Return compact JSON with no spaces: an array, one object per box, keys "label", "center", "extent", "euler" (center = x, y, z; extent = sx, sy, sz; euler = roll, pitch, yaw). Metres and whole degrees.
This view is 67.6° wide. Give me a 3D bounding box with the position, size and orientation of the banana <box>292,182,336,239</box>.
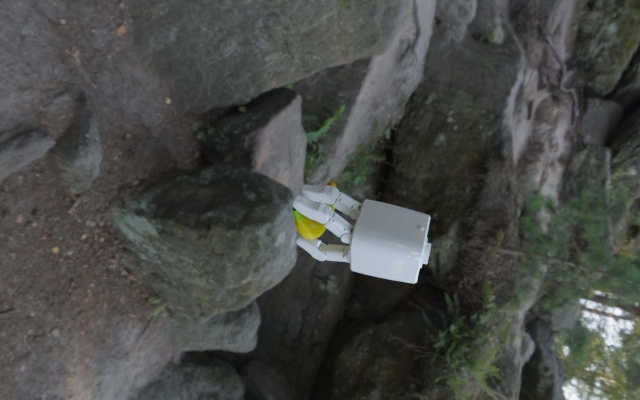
[{"label":"banana","center":[-0.003,0.021,0.805],"extent":[0.037,0.070,0.197],"euler":[11,16,13]}]
